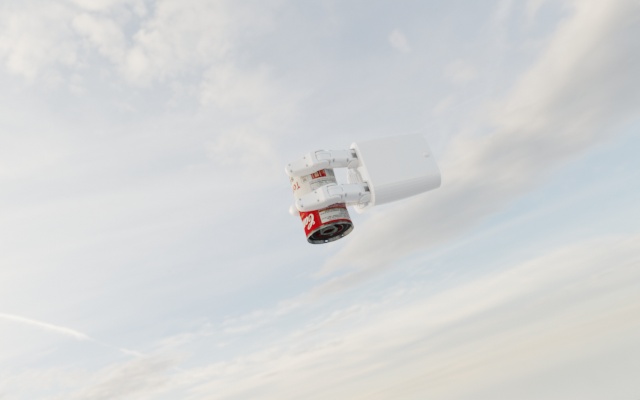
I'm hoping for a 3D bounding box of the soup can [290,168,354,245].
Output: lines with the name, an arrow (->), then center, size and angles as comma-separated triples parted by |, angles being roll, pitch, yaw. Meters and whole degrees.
soup can -> 0.000, 0.002, 0.678 | 0.068, 0.102, 0.068 | -15, -23, -7
